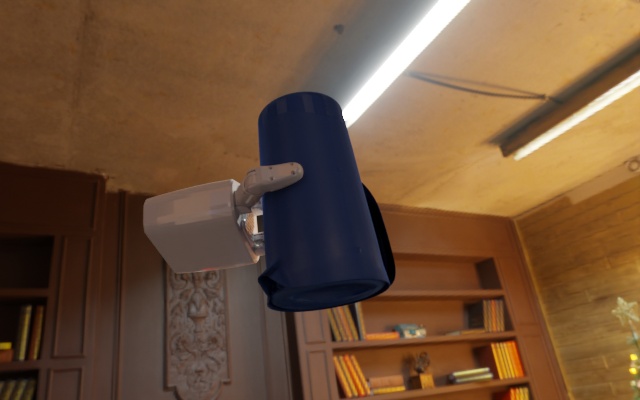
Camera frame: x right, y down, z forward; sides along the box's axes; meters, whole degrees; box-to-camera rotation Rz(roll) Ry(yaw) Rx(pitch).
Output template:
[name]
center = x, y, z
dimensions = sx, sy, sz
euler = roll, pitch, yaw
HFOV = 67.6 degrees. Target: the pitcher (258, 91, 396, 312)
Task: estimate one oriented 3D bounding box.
[pitcher]
center = 0.000, 0.002, 0.562
dimensions = 0.145, 0.242, 0.149
euler = -11, -23, 5
